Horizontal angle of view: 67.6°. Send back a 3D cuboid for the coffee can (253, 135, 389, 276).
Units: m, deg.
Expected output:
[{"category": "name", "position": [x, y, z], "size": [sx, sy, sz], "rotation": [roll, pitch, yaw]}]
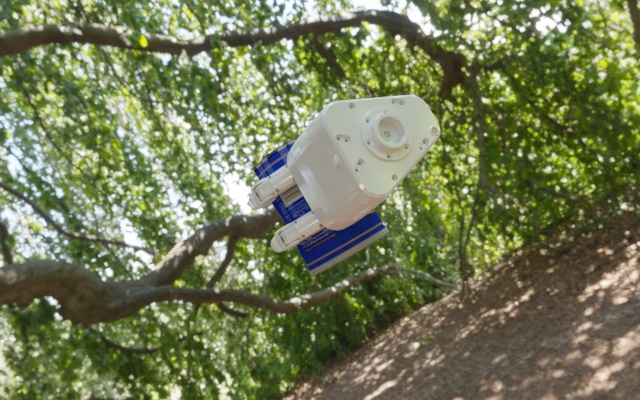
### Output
[{"category": "coffee can", "position": [0.000, 0.002, 0.556], "size": [0.103, 0.140, 0.103], "rotation": [-30, -5, -3]}]
